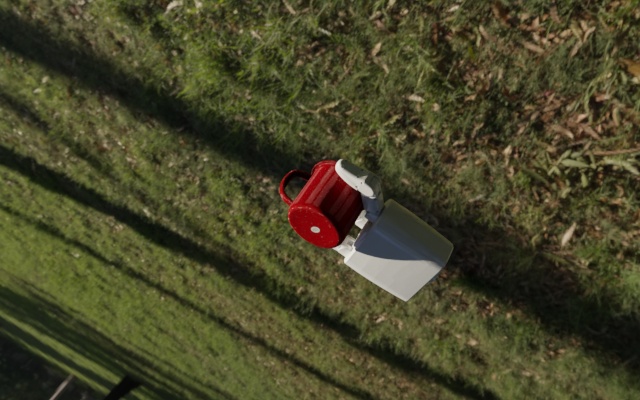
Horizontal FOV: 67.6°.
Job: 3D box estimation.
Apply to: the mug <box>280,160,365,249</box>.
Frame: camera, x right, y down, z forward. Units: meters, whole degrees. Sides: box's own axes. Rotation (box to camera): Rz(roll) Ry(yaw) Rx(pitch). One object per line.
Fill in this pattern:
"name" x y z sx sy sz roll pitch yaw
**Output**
"mug" -0.001 0.001 0.629 0.117 0.081 0.093 32 -34 3
